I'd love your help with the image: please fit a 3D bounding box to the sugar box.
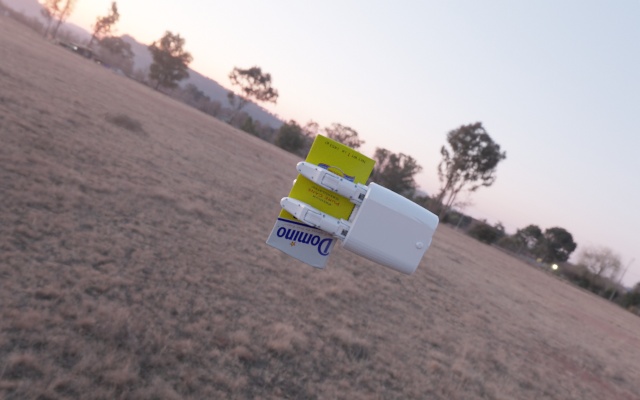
[{"bbox_3d":[0.000,0.002,0.690,0.093,0.176,0.048,25,4,0],"label":"sugar box"}]
